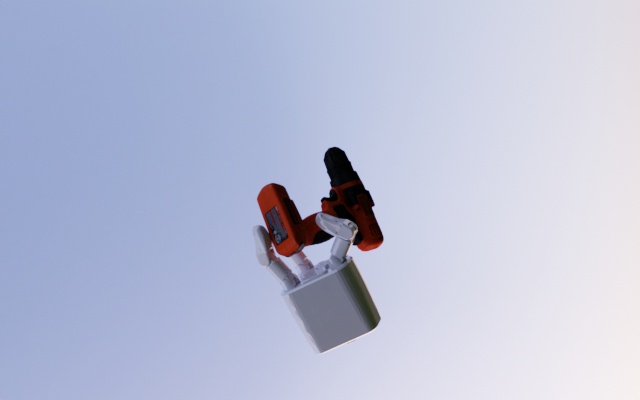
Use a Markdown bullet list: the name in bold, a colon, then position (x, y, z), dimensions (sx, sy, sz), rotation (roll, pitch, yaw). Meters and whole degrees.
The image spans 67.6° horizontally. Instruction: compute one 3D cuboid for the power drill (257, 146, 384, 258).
- **power drill**: position (0.000, 0.003, 0.734), dimensions (0.187, 0.184, 0.057), rotation (-10, -21, -38)
